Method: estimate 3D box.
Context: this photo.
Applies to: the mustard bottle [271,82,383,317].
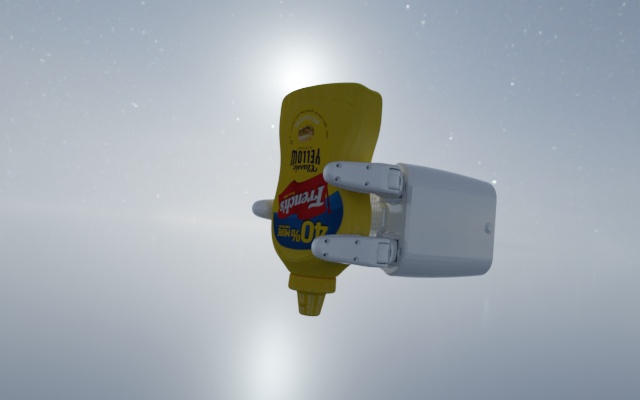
[{"bbox_3d":[0.000,0.001,0.409,0.096,0.191,0.058,2,-5,40],"label":"mustard bottle"}]
